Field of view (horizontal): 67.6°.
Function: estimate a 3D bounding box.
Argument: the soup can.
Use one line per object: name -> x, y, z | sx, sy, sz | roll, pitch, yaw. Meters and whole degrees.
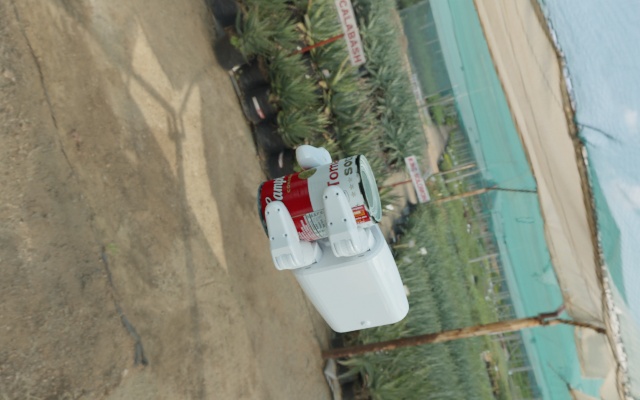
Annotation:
soup can -> 0.000, 0.001, 0.455 | 0.102, 0.068, 0.068 | -15, -5, 17
